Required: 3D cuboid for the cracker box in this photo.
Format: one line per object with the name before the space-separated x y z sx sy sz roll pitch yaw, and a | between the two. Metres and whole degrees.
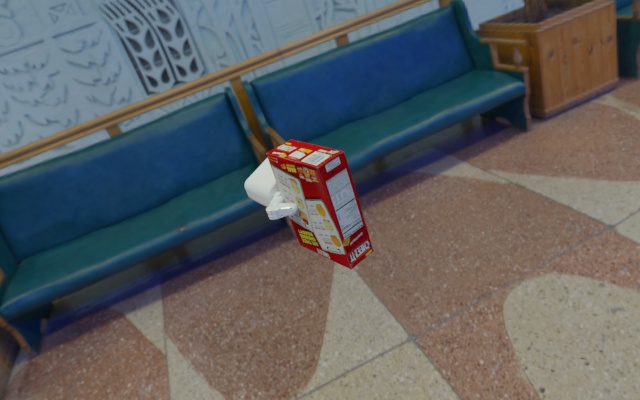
cracker box | 0.000 0.003 0.883 0.072 0.214 0.164 -34 31 -26
